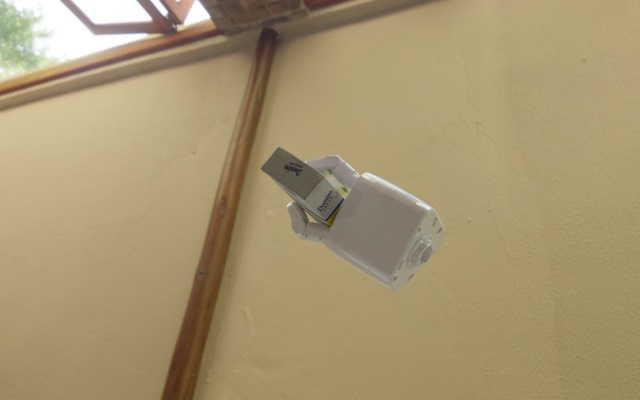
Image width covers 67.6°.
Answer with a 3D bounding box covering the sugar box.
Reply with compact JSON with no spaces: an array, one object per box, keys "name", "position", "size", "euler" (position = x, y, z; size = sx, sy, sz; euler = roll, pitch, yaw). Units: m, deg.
[{"name":"sugar box","position":[0.001,0.002,0.660],"size":[0.093,0.048,0.176],"euler":[34,-9,36]}]
